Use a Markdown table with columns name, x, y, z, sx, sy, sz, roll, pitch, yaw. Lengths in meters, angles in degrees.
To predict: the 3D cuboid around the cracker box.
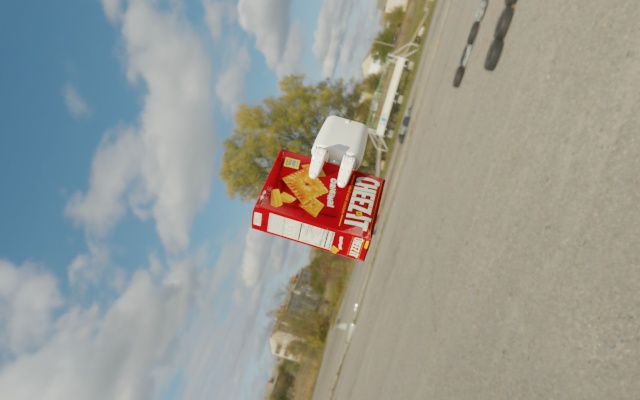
| name | x | y | z | sx | sy | sz | roll | pitch | yaw |
| --- | --- | --- | --- | --- | --- | --- | --- | --- | --- |
| cracker box | 0.000 | 0.003 | 0.884 | 0.213 | 0.164 | 0.072 | 16 | -43 | 4 |
